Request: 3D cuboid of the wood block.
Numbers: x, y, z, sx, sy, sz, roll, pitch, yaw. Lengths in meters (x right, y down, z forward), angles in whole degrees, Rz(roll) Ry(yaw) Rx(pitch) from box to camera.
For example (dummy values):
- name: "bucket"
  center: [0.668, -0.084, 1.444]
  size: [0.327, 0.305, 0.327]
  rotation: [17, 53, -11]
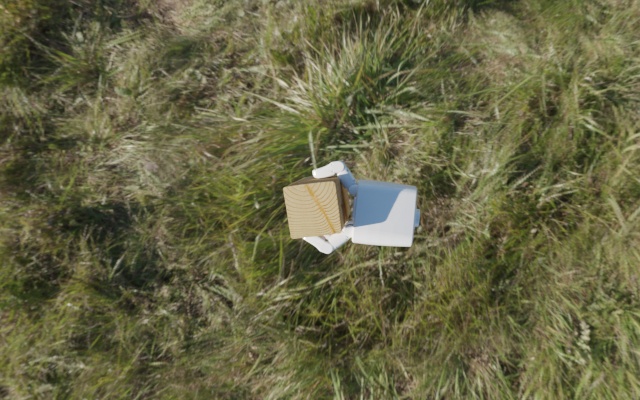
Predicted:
- name: "wood block"
  center: [0.000, 0.003, 0.894]
  size: [0.090, 0.091, 0.206]
  rotation: [-7, 6, 8]
